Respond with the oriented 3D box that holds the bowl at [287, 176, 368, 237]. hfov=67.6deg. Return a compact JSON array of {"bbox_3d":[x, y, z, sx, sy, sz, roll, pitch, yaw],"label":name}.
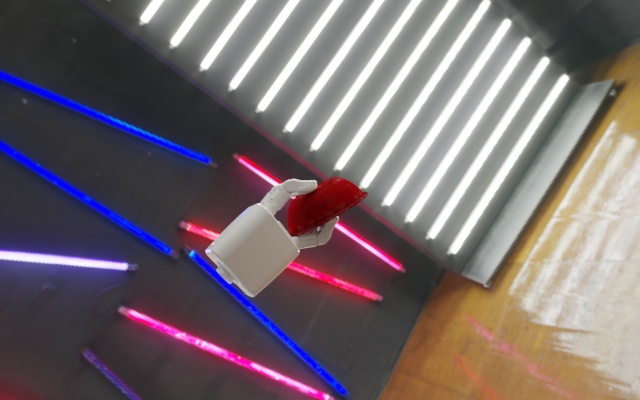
[{"bbox_3d":[0.001,0.002,0.838,0.162,0.055,0.162,-28,4,2],"label":"bowl"}]
